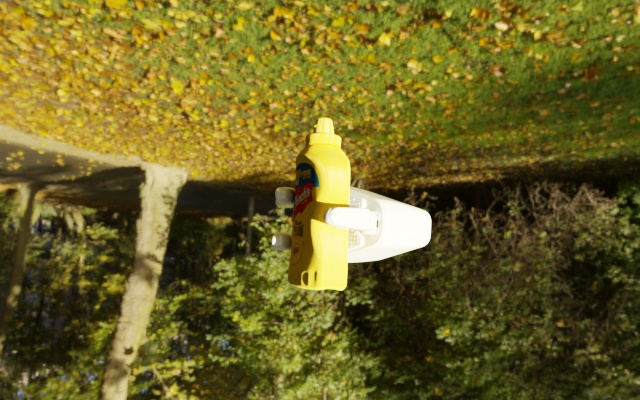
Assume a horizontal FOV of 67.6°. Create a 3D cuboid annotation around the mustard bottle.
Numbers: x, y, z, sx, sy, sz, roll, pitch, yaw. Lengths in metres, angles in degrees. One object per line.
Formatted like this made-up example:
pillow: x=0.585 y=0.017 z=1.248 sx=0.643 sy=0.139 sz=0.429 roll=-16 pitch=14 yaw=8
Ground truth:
mustard bottle: x=0.000 y=0.002 z=0.542 sx=0.058 sy=0.191 sz=0.096 roll=5 pitch=-6 yaw=-19
